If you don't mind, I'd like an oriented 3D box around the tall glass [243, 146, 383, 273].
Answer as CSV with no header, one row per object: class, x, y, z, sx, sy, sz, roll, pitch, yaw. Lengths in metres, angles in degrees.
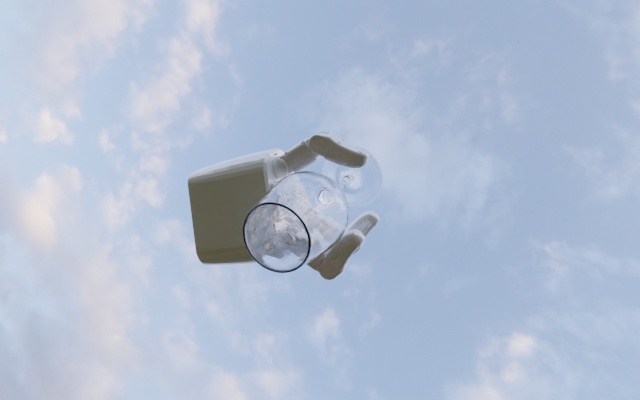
tall glass,0.000,0.001,0.473,0.079,0.079,0.201,0,17,22
